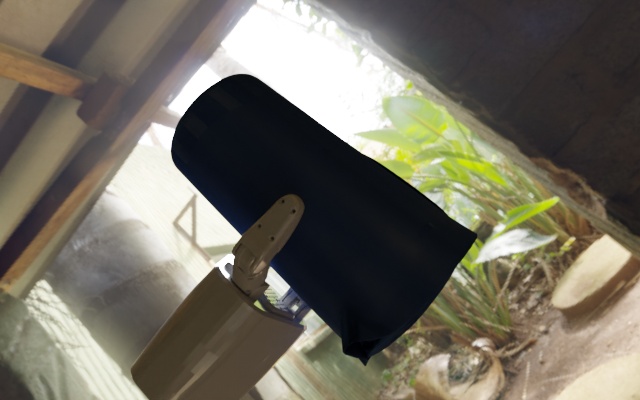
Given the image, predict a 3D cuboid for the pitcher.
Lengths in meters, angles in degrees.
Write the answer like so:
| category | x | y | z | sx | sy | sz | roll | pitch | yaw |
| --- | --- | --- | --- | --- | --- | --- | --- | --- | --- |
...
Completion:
| category | x | y | z | sx | sy | sz | roll | pitch | yaw |
| --- | --- | --- | --- | --- | --- | --- | --- | --- | --- |
| pitcher | 0.000 | 0.001 | 0.405 | 0.243 | 0.145 | 0.149 | 41 | -2 | 13 |
